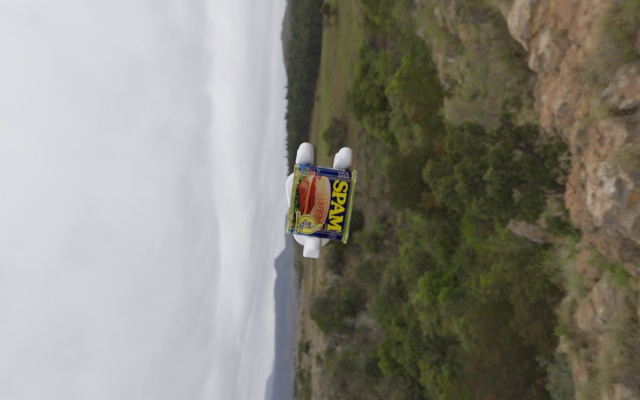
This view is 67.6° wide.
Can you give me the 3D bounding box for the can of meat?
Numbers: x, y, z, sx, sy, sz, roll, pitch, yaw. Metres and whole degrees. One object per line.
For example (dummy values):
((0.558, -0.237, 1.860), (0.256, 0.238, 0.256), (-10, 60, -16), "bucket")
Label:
((0.000, 0.002, 0.658), (0.084, 0.102, 0.057), (8, 7, -3), "can of meat")
